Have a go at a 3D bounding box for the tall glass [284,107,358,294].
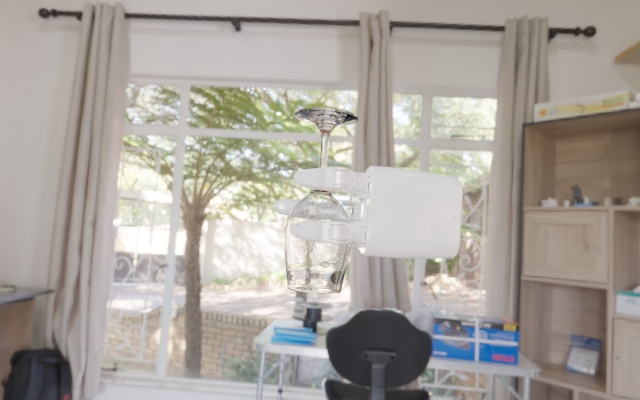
[{"bbox_3d":[0.000,0.001,0.544,0.079,0.201,0.079,4,-4,0],"label":"tall glass"}]
